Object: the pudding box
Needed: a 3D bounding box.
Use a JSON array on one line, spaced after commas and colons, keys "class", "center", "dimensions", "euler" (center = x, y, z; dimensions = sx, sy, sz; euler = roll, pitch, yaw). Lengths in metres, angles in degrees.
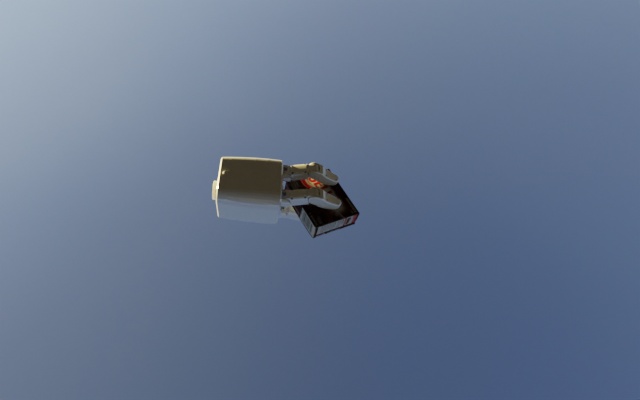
[{"class": "pudding box", "center": [0.000, 0.003, 0.833], "dimensions": [0.090, 0.113, 0.039], "euler": [-18, -30, -26]}]
